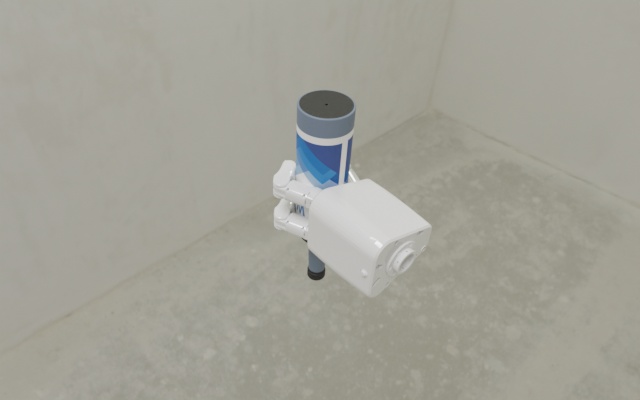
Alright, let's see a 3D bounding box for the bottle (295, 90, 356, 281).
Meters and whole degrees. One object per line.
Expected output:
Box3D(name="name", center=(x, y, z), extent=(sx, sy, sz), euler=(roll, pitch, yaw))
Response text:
Box3D(name="bottle", center=(0.000, 0.002, 0.631), extent=(0.069, 0.296, 0.069), euler=(2, 42, -2))
